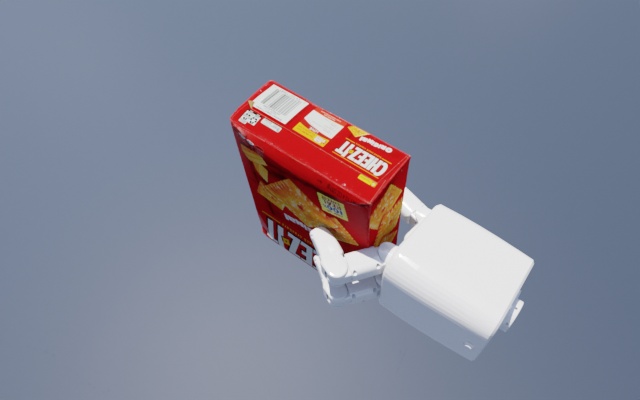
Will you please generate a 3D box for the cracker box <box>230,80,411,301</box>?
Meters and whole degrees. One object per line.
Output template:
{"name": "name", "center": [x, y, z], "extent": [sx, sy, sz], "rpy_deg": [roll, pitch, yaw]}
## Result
{"name": "cracker box", "center": [0.000, 0.001, 0.506], "extent": [0.164, 0.072, 0.214], "rpy_deg": [32, -27, 22]}
